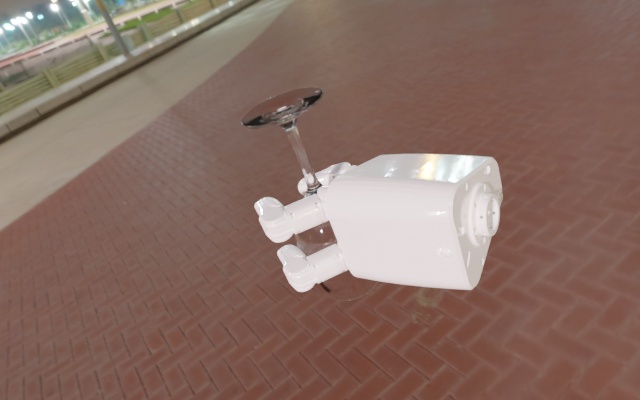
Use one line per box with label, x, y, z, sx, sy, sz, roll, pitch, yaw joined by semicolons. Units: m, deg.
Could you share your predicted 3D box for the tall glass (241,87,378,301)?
tall glass;0.000;0.001;0.451;0.079;0.201;0.079;-17;29;9
